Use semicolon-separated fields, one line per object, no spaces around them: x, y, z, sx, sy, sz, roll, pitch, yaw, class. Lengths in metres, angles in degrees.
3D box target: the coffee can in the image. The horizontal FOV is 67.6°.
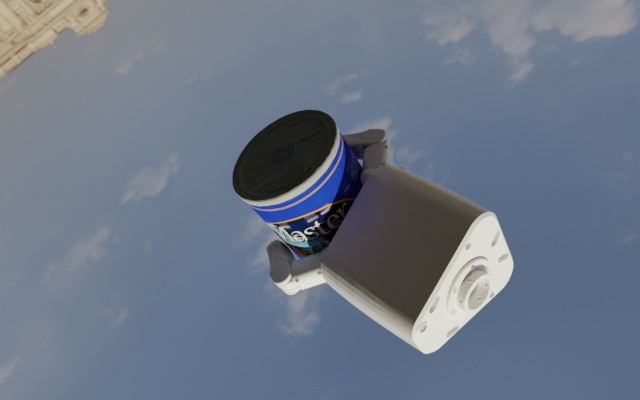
0.000;0.001;0.446;0.103;0.102;0.140;0;-37;35;coffee can
